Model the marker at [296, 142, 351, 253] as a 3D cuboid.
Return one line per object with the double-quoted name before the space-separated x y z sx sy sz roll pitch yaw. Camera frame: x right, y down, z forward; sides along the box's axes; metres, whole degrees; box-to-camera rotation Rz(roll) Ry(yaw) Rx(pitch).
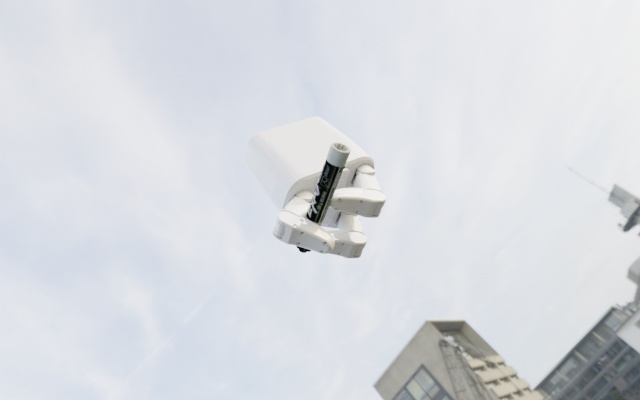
"marker" 0.000 0.002 0.455 0.020 0.121 0.020 15 31 -9
